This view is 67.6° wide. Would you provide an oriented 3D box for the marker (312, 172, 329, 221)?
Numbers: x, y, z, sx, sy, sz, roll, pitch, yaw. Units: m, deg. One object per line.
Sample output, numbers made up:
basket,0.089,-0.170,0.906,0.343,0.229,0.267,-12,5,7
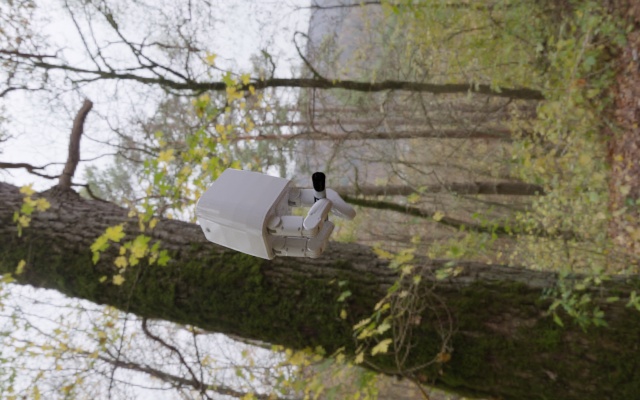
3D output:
marker,0.000,0.002,0.673,0.020,0.020,0.121,0,-37,4
